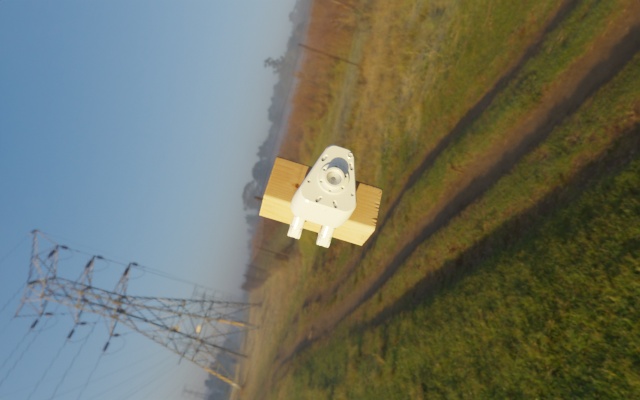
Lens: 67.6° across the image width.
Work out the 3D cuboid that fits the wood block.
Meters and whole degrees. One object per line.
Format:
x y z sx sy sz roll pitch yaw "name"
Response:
0.000 0.002 0.900 0.206 0.090 0.090 17 -27 -5 "wood block"
